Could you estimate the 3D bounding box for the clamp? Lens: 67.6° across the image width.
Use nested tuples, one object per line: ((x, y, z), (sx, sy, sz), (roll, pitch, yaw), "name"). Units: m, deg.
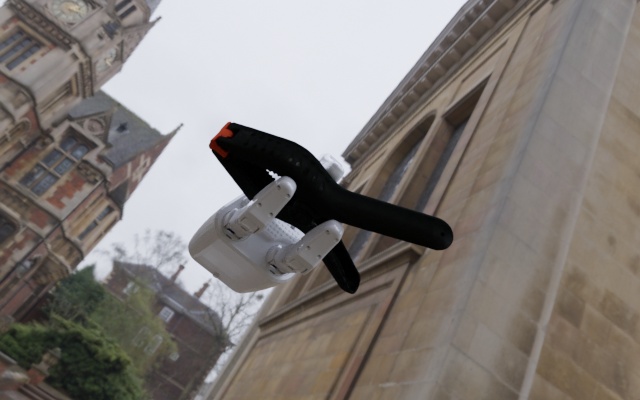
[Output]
((0.000, 0.001, 0.418), (0.210, 0.036, 0.164), (41, -37, -13), "clamp")
